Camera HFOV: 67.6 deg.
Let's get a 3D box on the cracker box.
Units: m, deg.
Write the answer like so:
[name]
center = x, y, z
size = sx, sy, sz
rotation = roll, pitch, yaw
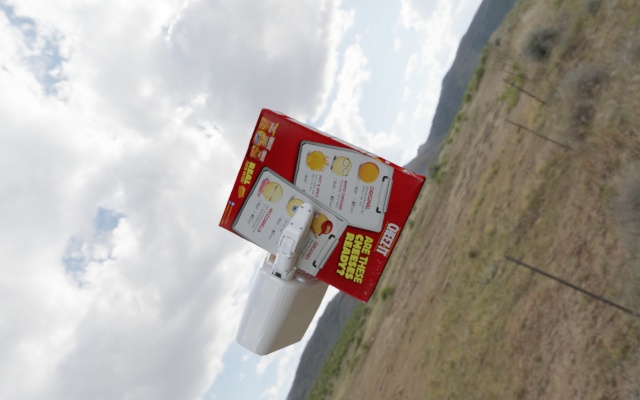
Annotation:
[cracker box]
center = 0.000, 0.002, 0.598
size = 0.213, 0.164, 0.072
rotation = 26, 13, 12
